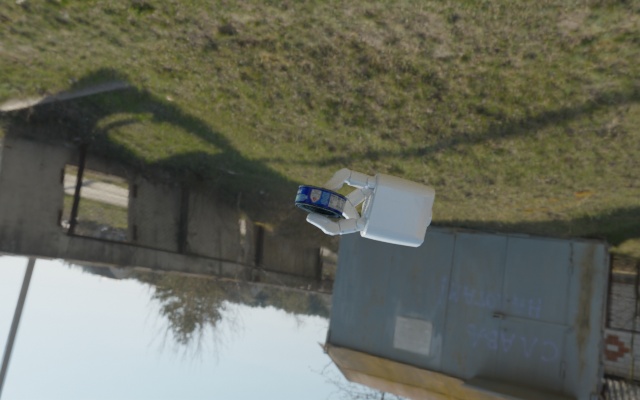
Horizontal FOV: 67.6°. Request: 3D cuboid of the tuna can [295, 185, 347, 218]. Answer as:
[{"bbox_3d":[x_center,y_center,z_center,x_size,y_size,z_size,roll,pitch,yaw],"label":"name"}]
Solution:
[{"bbox_3d":[0.000,0.003,0.818,0.086,0.033,0.086,15,-10,3],"label":"tuna can"}]
